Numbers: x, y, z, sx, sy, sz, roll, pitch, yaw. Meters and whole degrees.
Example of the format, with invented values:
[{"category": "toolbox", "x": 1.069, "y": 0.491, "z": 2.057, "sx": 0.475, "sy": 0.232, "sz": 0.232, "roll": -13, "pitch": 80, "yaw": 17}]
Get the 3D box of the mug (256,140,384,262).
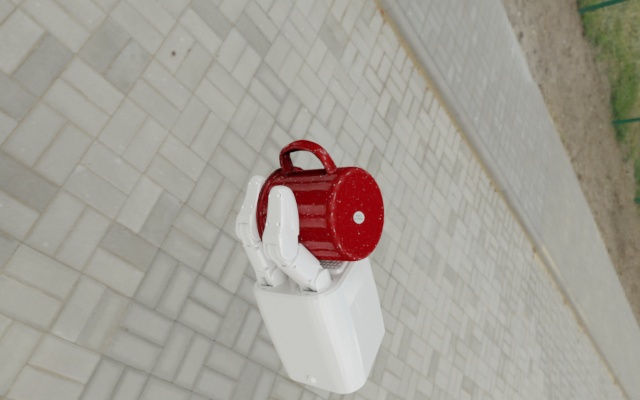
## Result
[{"category": "mug", "x": 0.000, "y": 0.000, "z": 0.424, "sx": 0.081, "sy": 0.117, "sz": 0.093, "roll": -2, "pitch": 23, "yaw": 40}]
